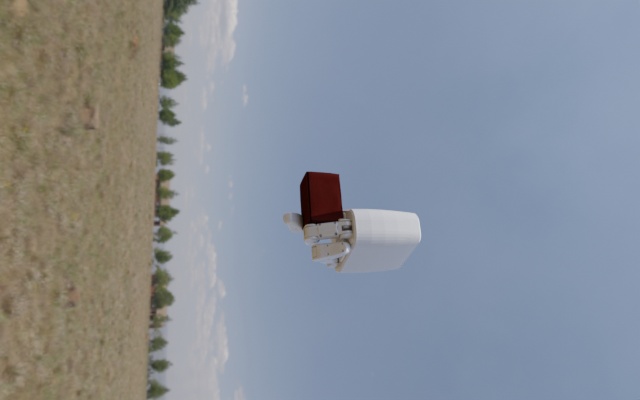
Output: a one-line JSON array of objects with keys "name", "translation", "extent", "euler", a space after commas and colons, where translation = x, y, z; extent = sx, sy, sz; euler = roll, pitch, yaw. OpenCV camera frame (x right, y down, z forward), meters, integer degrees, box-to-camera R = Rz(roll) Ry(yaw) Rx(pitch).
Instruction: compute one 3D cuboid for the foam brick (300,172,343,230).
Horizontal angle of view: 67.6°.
[{"name": "foam brick", "translation": [0.000, 0.002, 0.719], "extent": [0.051, 0.078, 0.053], "euler": [1, -19, -15]}]
